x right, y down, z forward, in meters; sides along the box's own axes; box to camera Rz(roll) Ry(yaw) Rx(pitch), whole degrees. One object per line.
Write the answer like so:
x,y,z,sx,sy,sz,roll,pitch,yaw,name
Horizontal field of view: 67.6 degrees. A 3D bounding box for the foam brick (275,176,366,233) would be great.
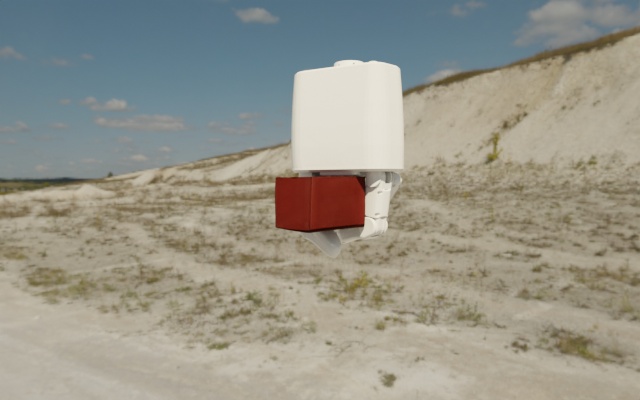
0.000,0.002,0.470,0.078,0.051,0.053,-3,5,-44,foam brick
